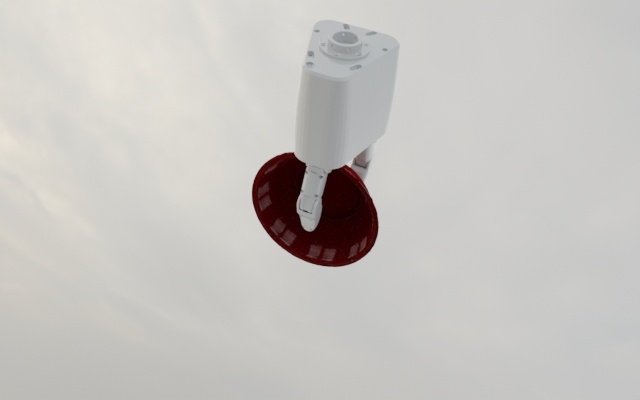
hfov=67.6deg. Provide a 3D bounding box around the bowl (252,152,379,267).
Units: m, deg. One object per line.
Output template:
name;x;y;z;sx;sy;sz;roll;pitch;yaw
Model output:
bowl;0.000;0.003;0.580;0.162;0.162;0.055;0;32;27
